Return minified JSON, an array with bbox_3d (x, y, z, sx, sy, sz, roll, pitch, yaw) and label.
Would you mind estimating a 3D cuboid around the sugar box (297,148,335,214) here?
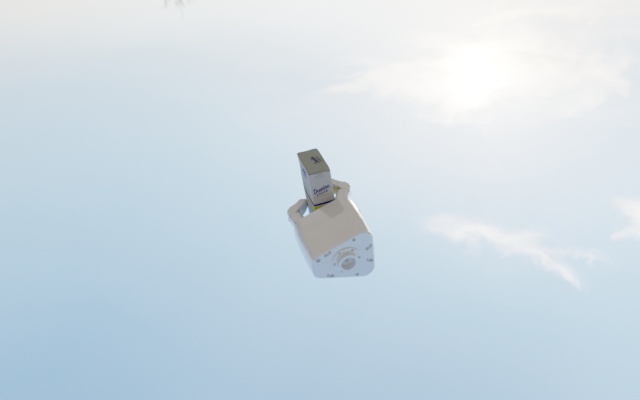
[{"bbox_3d":[0.001,0.003,0.876,0.048,0.176,0.093,-14,33,-10],"label":"sugar box"}]
